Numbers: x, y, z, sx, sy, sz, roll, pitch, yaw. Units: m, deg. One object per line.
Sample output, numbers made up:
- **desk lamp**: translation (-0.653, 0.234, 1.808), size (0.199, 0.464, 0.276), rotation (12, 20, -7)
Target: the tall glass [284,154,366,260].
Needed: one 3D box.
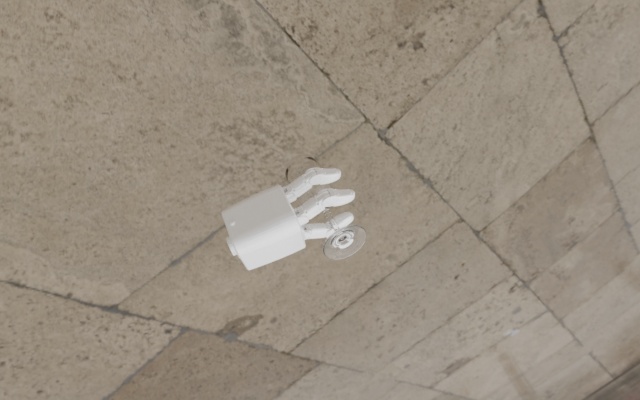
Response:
- **tall glass**: translation (0.001, 0.003, 0.809), size (0.079, 0.079, 0.201), rotation (0, 40, -30)
